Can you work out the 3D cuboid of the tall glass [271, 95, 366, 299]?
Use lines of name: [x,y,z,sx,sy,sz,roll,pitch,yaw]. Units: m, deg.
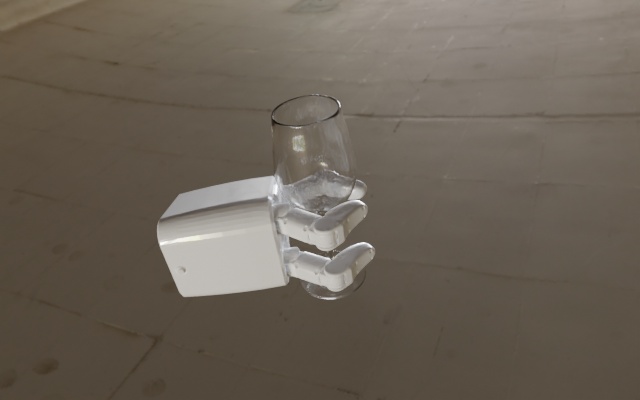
tall glass: [0.000,0.002,0.472,0.079,0.201,0.079,-6,35,4]
